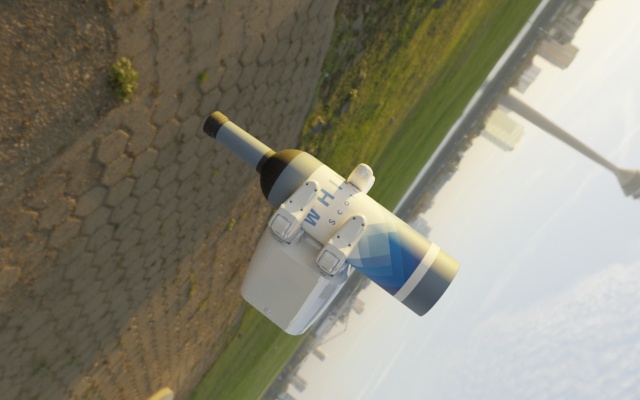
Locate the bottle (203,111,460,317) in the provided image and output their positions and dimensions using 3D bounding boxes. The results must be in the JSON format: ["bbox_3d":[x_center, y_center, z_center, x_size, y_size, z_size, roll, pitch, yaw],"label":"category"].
[{"bbox_3d":[0.000,0.002,0.491,0.295,0.069,0.069,36,6,8],"label":"bottle"}]
